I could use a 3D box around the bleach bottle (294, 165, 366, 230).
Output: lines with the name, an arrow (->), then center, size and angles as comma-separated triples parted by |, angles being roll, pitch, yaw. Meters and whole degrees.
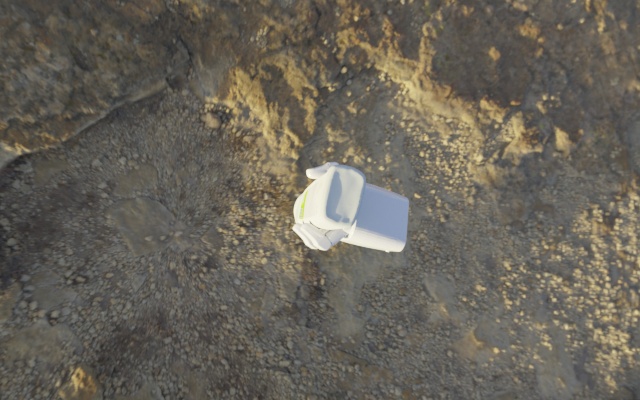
bleach bottle -> 0.000, 0.003, 0.866 | 0.068, 0.102, 0.251 | 16, -8, -15
